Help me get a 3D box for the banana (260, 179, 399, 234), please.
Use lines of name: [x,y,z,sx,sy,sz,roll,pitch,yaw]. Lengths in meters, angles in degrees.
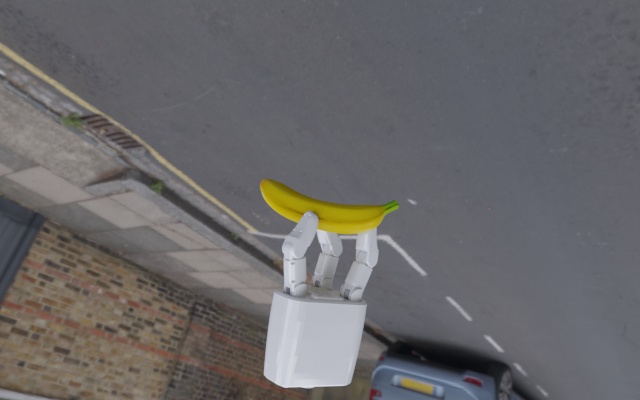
banana: [-0.005,0.009,0.616,0.198,0.037,0.069,12,26,21]
